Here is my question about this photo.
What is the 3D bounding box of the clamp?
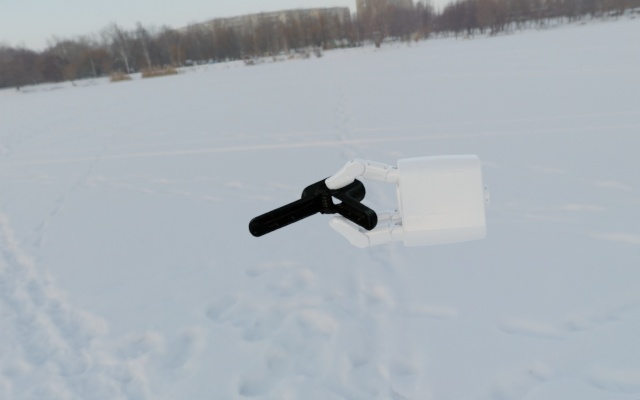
[{"bbox_3d":[0.000,0.001,0.664,0.164,0.036,0.210,-6,17,10],"label":"clamp"}]
